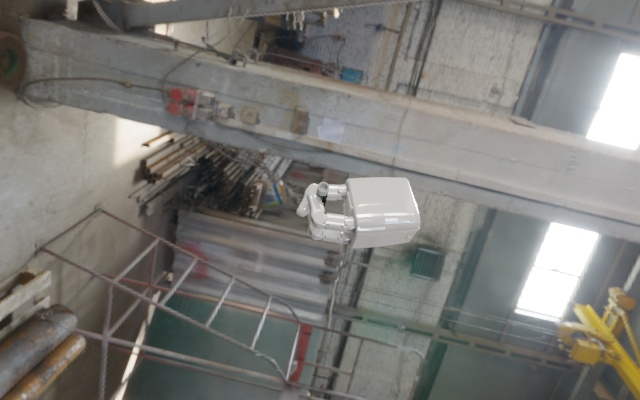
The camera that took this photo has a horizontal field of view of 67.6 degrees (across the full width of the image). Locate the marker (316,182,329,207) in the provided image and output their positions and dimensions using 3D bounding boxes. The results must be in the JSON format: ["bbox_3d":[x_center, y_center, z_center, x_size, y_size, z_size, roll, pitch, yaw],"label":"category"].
[{"bbox_3d":[0.000,0.003,0.806,0.020,0.020,0.121,0,-23,-5],"label":"marker"}]
